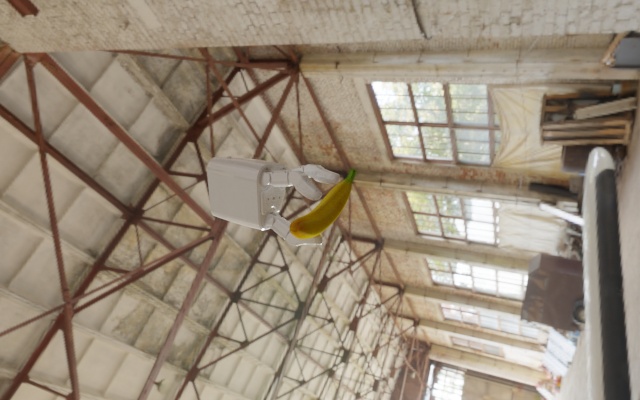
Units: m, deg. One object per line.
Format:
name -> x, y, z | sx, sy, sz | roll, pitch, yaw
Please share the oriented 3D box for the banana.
banana -> 0.001, 0.016, 0.760 | 0.037, 0.070, 0.197 | 17, 36, 22
